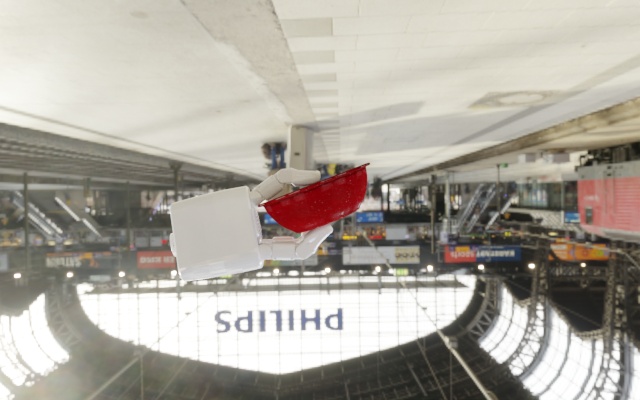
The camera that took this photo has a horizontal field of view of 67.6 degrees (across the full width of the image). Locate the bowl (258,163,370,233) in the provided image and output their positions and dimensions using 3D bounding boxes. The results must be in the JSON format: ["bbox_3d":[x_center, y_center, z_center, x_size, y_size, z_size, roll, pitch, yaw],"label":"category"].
[{"bbox_3d":[0.001,0.002,0.643,0.162,0.055,0.162,-22,2,1],"label":"bowl"}]
